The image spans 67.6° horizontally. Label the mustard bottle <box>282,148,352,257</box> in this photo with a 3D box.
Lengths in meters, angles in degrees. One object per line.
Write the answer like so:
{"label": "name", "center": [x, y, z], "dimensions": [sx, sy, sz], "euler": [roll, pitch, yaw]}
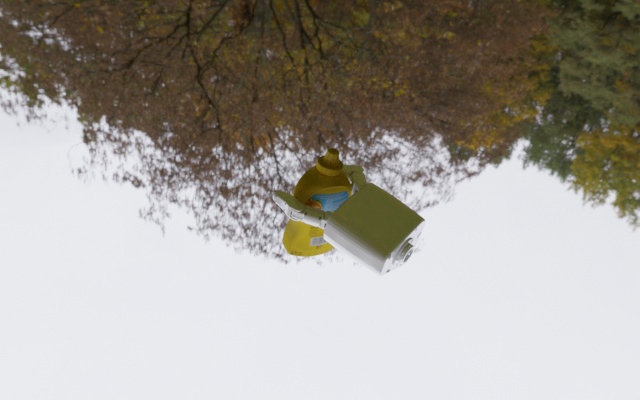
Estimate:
{"label": "mustard bottle", "center": [0.000, 0.003, 0.762], "dimensions": [0.096, 0.192, 0.058], "euler": [-6, 40, -27]}
